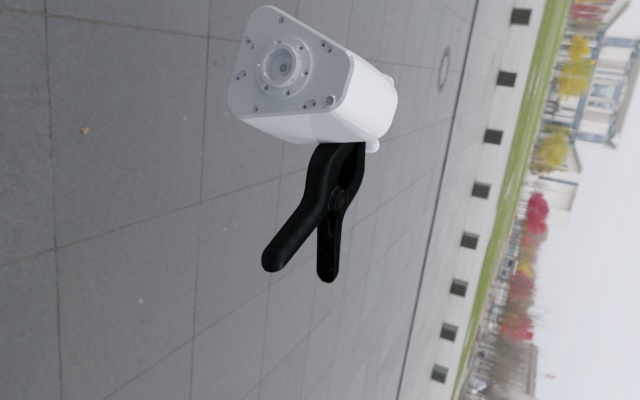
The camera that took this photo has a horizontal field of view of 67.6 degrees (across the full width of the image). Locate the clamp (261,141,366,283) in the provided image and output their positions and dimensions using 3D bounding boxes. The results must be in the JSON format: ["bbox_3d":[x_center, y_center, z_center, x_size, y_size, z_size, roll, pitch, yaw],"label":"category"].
[{"bbox_3d":[0.001,0.002,0.467,0.039,0.171,0.120,15,3,27],"label":"clamp"}]
